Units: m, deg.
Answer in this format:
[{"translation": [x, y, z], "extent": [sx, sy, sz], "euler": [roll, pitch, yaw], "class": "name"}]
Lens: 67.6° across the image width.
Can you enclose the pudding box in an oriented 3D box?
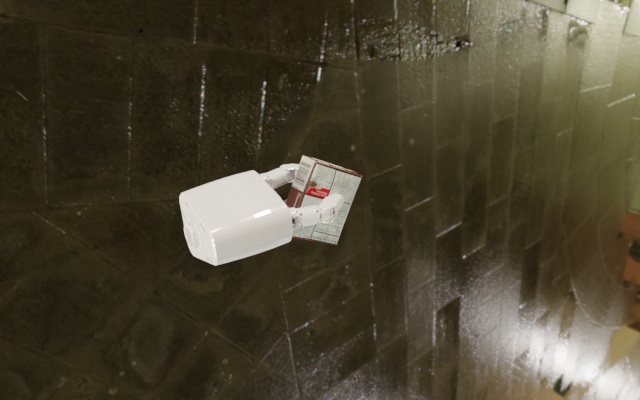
[{"translation": [0.000, 0.002, 0.679], "extent": [0.090, 0.113, 0.039], "euler": [15, 11, -38], "class": "pudding box"}]
